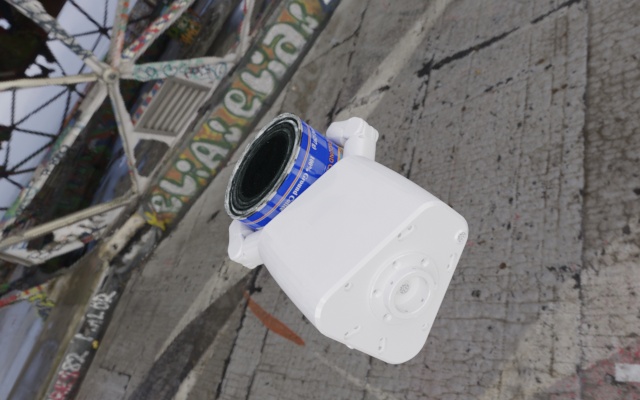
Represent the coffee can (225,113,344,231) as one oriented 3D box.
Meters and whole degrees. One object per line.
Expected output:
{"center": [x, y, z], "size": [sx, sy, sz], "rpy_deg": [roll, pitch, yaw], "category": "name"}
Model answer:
{"center": [0.000, 0.001, 0.436], "size": [0.140, 0.102, 0.103], "rpy_deg": [32, -18, -30], "category": "coffee can"}
